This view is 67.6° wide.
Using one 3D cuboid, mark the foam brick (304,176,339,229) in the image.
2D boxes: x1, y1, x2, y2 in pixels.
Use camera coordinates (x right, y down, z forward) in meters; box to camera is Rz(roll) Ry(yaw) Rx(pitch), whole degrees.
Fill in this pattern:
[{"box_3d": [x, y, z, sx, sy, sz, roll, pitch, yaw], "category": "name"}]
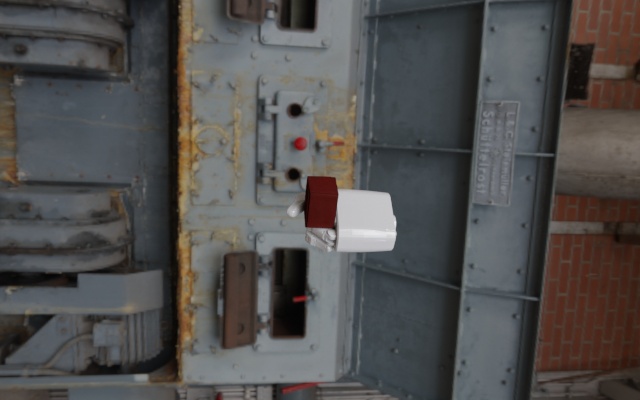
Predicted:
[{"box_3d": [0.000, 0.003, 0.831, 0.051, 0.078, 0.053, 2, 38, -7], "category": "foam brick"}]
